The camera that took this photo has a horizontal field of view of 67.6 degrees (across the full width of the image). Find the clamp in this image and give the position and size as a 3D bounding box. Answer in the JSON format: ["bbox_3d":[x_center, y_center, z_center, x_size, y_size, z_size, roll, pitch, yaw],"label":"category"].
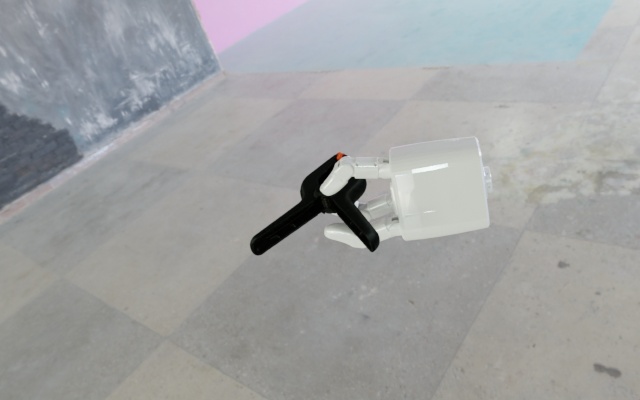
[{"bbox_3d":[0.000,0.001,0.643,0.164,0.036,0.209,-7,35,13],"label":"clamp"}]
